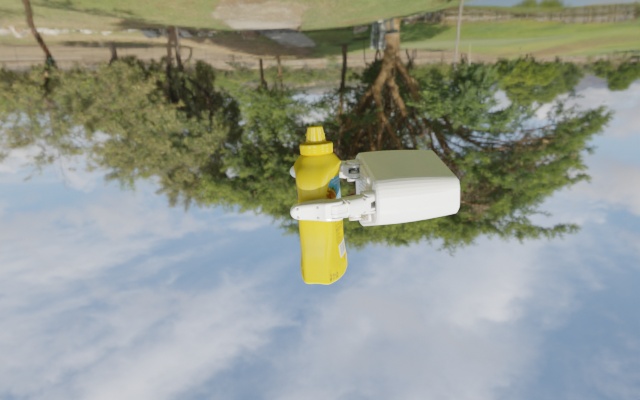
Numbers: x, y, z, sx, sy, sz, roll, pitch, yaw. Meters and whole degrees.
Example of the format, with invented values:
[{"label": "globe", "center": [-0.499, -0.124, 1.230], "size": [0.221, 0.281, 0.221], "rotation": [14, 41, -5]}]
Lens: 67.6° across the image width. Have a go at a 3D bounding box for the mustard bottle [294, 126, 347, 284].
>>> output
[{"label": "mustard bottle", "center": [0.000, 0.002, 0.606], "size": [0.058, 0.192, 0.096], "rotation": [0, 14, 15]}]
